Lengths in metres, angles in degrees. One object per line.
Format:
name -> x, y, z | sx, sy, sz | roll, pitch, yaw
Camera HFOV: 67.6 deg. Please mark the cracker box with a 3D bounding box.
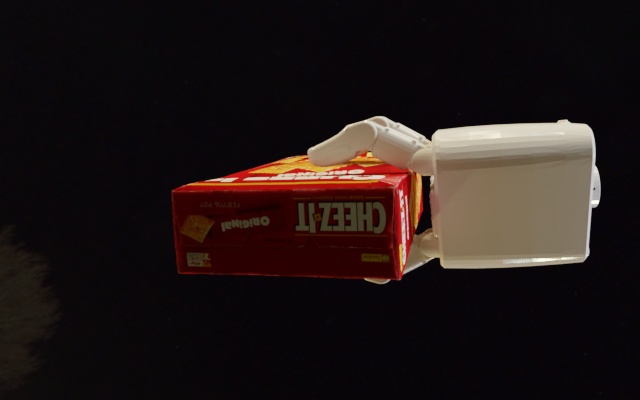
cracker box -> 0.000, 0.002, 0.419 | 0.164, 0.072, 0.213 | -1, 9, 16
